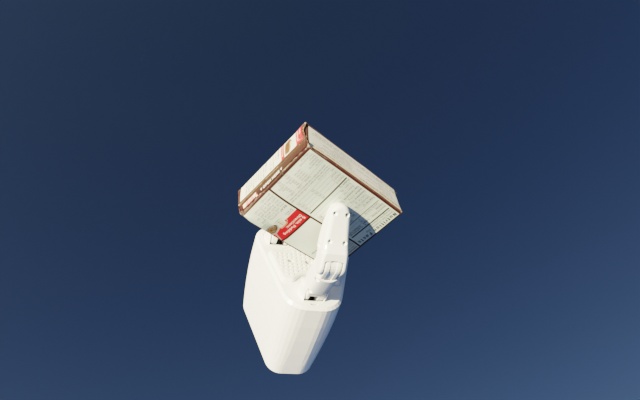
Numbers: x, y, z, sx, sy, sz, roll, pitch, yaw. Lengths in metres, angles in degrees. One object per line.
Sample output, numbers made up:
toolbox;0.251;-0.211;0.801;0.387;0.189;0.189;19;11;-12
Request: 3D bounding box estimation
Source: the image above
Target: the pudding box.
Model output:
pudding box;0.000;0.001;0.411;0.113;0.090;0.039;33;26;-31
